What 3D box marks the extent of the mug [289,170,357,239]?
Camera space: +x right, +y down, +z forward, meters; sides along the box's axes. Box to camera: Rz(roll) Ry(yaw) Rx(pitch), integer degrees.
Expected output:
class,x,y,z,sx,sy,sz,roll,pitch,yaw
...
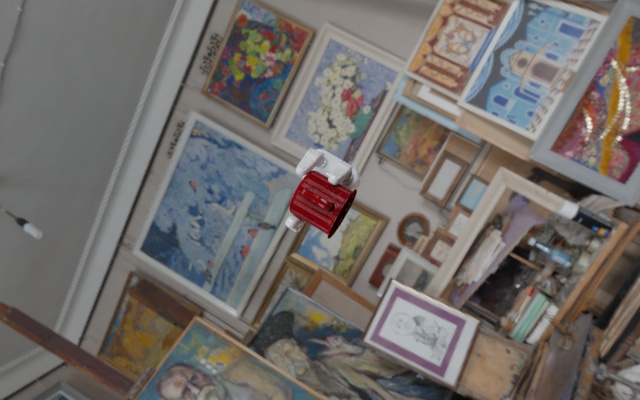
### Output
class,x,y,z,sx,sy,sz,roll,pitch,yaw
mug,0.000,0.002,0.772,0.081,0.093,0.117,30,3,10
